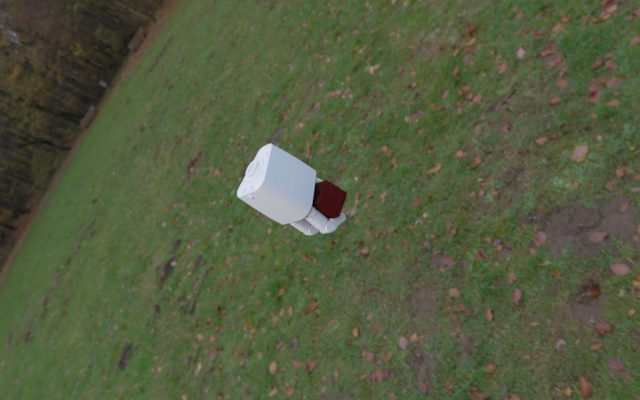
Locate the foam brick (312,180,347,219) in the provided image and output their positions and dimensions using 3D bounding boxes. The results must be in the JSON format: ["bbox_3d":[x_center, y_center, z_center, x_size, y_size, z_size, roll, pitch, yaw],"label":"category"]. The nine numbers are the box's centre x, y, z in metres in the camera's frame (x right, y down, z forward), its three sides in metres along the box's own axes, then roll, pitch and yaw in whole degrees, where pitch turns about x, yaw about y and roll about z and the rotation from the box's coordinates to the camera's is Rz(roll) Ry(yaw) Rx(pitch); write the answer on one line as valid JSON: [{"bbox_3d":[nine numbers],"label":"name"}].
[{"bbox_3d":[0.000,0.003,0.885,0.051,0.053,0.078,32,-29,-28],"label":"foam brick"}]
